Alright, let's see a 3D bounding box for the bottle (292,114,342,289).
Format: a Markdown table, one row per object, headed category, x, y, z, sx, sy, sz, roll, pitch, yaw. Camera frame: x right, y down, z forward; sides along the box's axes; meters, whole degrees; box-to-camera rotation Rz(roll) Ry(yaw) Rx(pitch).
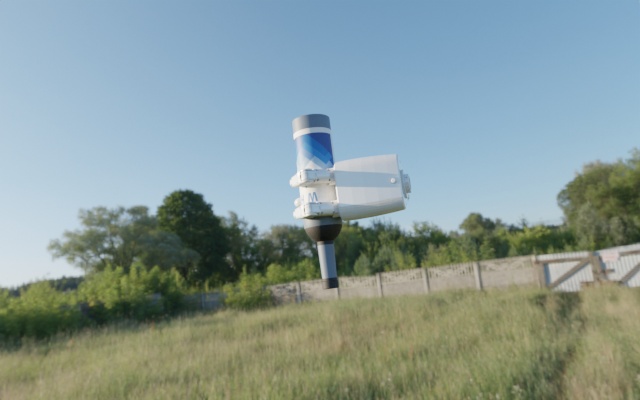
| category | x | y | z | sx | sy | sz | roll | pitch | yaw |
| --- | --- | --- | --- | --- | --- | --- | --- | --- | --- |
| bottle | 0.000 | 0.002 | 0.819 | 0.069 | 0.295 | 0.069 | -7 | -9 | -1 |
